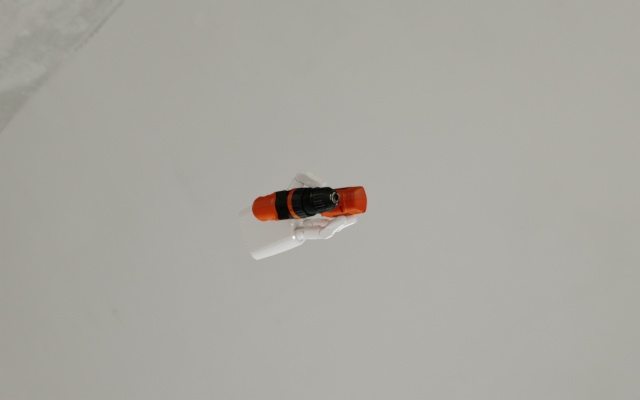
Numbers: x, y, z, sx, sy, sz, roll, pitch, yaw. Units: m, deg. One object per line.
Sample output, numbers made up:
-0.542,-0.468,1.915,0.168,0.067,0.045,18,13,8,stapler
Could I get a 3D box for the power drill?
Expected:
0.000,0.003,0.850,0.184,0.057,0.187,-6,-4,41,power drill
